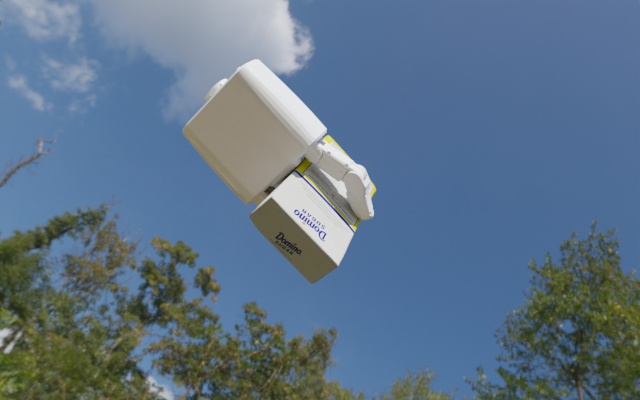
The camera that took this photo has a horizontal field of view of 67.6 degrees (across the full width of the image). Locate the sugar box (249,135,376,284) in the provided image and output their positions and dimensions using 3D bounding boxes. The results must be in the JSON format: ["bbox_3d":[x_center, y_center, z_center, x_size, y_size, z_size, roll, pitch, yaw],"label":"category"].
[{"bbox_3d":[0.000,0.002,0.518,0.048,0.093,0.176,-39,8,34],"label":"sugar box"}]
